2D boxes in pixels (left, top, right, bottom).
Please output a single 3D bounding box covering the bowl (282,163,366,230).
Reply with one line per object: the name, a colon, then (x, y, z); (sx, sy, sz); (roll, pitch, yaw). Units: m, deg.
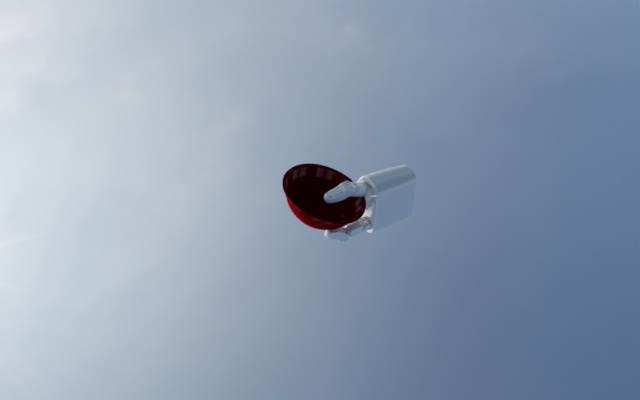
bowl: (-0.001, 0.003, 0.885); (0.162, 0.055, 0.162); (15, 39, -12)
